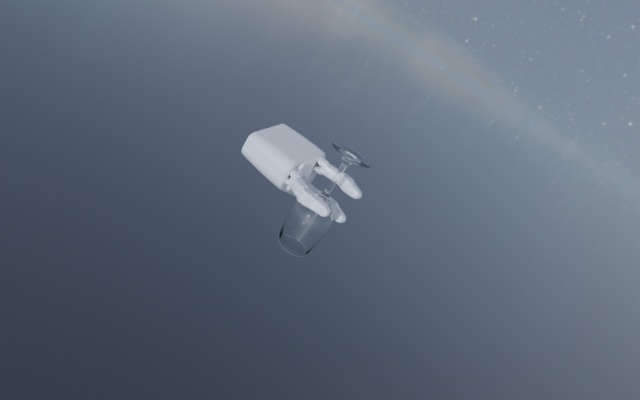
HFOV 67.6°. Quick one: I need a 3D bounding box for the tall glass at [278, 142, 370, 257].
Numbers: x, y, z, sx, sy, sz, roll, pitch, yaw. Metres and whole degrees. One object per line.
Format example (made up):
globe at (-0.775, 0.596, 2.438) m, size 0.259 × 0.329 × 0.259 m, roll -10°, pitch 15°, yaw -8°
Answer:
tall glass at (0.001, 0.002, 0.820) m, size 0.079 × 0.201 × 0.079 m, roll 28°, pitch 21°, yaw -12°
